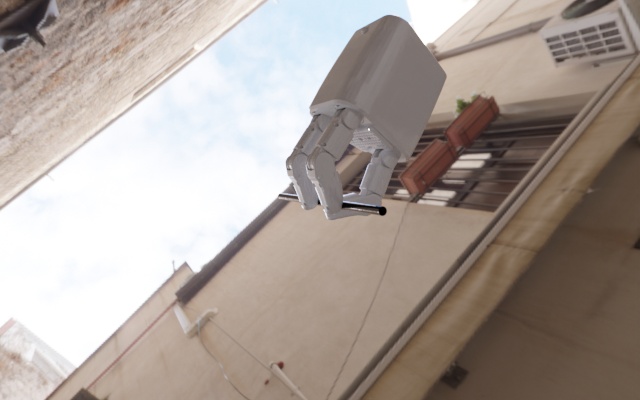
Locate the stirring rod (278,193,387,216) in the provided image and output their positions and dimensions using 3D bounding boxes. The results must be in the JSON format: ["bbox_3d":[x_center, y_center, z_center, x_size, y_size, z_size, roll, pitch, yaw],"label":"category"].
[{"bbox_3d":[0.000,0.002,0.500,0.011,0.011,0.239,0,3,-25],"label":"stirring rod"}]
